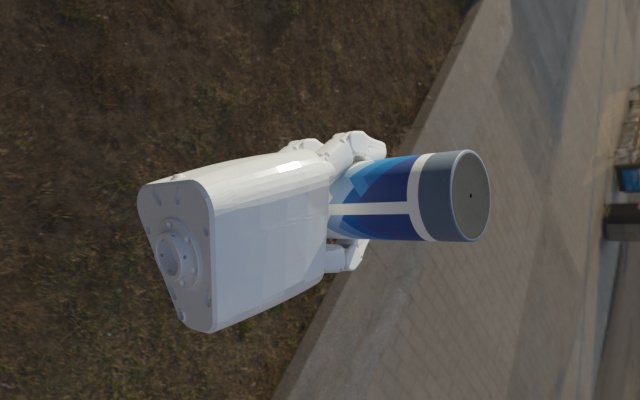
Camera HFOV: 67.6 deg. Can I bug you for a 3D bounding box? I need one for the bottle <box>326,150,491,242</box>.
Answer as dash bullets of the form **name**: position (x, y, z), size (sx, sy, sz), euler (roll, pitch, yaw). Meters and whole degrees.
- **bottle**: position (0.000, 0.001, 0.441), size (0.296, 0.069, 0.069), euler (-3, -2, 43)
